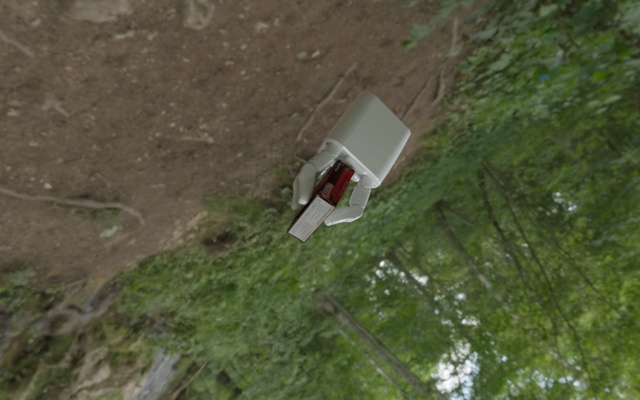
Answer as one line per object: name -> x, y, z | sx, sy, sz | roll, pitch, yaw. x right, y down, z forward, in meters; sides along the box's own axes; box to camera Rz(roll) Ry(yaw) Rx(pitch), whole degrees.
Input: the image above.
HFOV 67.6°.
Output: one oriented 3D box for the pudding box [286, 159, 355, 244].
pudding box -> 0.000, 0.002, 0.732 | 0.039, 0.090, 0.113 | 34, -44, -2
